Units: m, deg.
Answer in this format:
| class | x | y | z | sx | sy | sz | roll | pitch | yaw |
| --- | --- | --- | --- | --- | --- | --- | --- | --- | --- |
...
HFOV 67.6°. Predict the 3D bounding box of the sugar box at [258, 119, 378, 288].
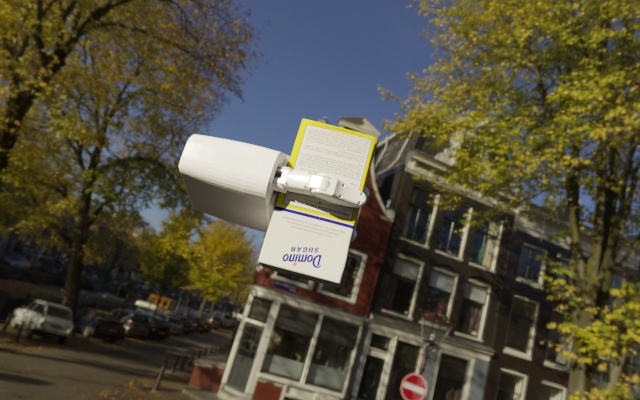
| class | x | y | z | sx | sy | sz | roll | pitch | yaw |
| --- | --- | --- | --- | --- | --- | --- | --- | --- | --- |
| sugar box | 0.000 | 0.002 | 0.544 | 0.093 | 0.176 | 0.048 | 15 | -15 | 6 |
